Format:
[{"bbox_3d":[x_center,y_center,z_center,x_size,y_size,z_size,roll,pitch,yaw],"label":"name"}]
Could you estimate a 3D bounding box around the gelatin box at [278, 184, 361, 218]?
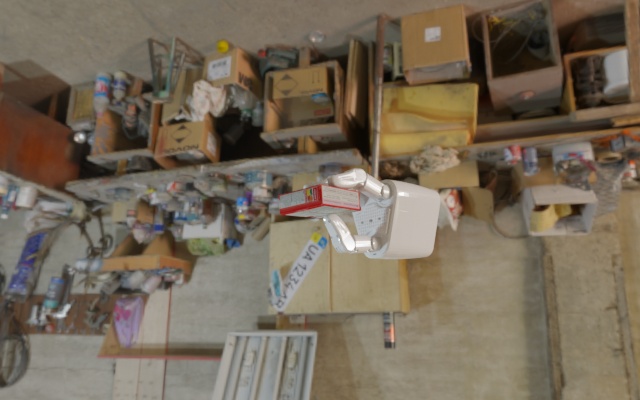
[{"bbox_3d":[0.000,0.003,0.639,0.073,0.030,0.089,-12,-13,38],"label":"gelatin box"}]
